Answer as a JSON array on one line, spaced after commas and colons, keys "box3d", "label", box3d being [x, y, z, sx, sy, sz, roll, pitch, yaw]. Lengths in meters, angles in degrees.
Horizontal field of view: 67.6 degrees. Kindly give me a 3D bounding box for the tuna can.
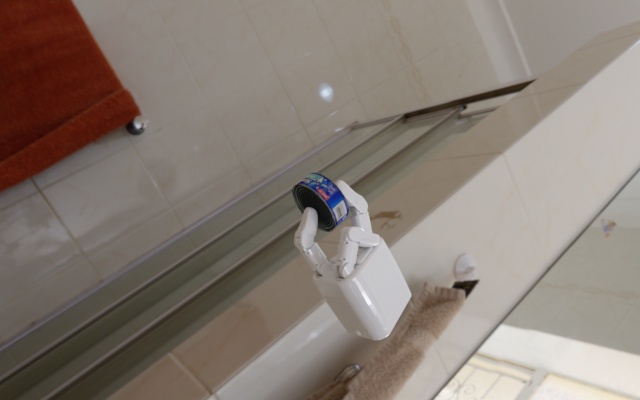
[{"box3d": [0.000, 0.002, 0.696, 0.033, 0.086, 0.086, -41, 20, -25], "label": "tuna can"}]
